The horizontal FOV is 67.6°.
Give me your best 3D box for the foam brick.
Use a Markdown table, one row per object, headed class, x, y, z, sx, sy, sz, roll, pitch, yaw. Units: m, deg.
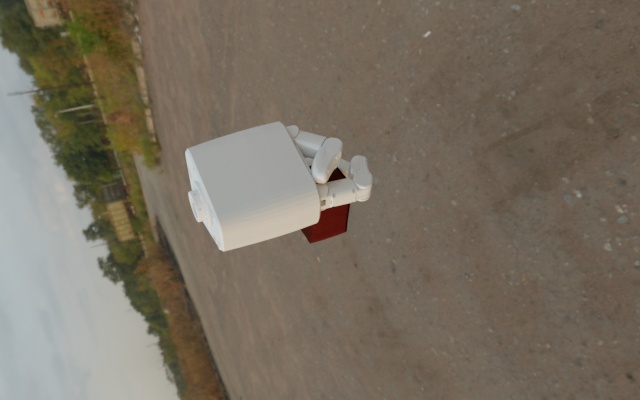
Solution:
| class | x | y | z | sx | sy | sz | roll | pitch | yaw |
| --- | --- | --- | --- | --- | --- | --- | --- | --- | --- |
| foam brick | 0.000 | 0.002 | 0.559 | 0.051 | 0.078 | 0.053 | -19 | 48 | -22 |
